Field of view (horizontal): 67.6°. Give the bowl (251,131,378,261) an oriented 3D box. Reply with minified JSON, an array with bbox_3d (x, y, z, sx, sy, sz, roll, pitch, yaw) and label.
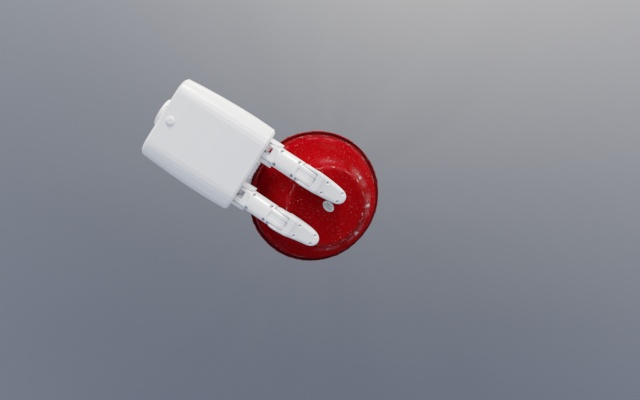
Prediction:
[{"bbox_3d":[0.001,0.002,0.557,0.162,0.162,0.055,0,12,-15],"label":"bowl"}]
